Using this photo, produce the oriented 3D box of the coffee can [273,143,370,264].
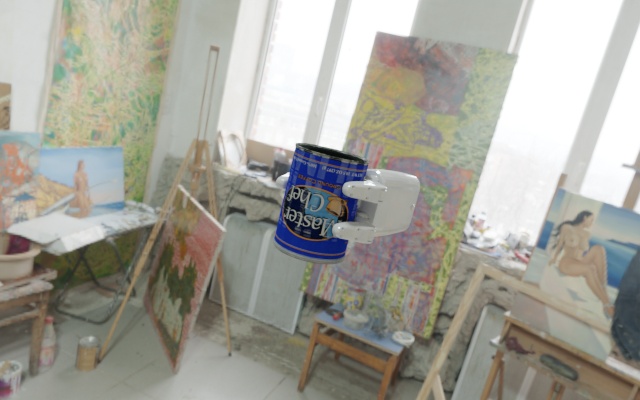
[{"bbox_3d":[0.000,0.002,0.648,0.103,0.140,0.102,13,12,-3],"label":"coffee can"}]
